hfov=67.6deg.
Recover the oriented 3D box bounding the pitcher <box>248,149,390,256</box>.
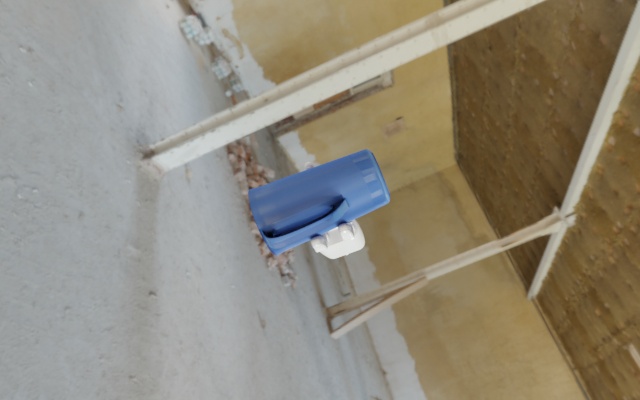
[{"bbox_3d":[0.000,0.003,0.873,0.243,0.149,0.145,-22,-23,5],"label":"pitcher"}]
